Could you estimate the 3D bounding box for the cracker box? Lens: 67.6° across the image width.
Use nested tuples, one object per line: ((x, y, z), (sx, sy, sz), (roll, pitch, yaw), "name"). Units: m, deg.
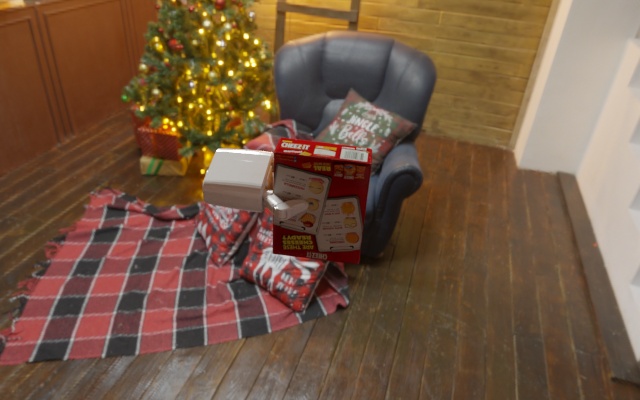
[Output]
((0.000, 0.003, 0.854), (0.164, 0.214, 0.072), (7, 33, 4), "cracker box")
